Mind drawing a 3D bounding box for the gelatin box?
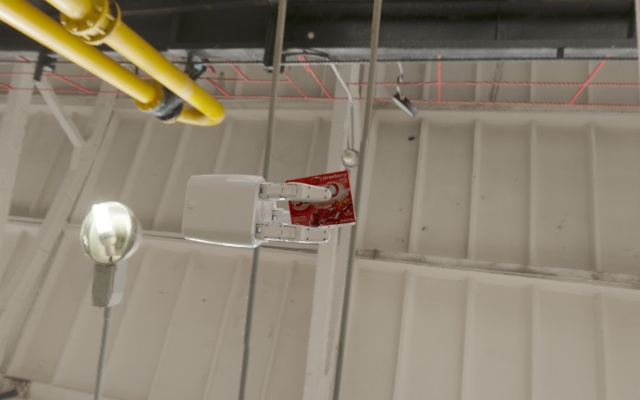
[{"bbox_3d":[0.000,0.002,0.660,0.089,0.073,0.030,-9,-9,3],"label":"gelatin box"}]
